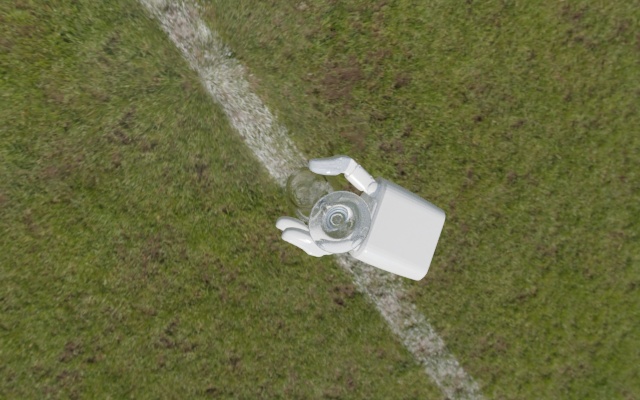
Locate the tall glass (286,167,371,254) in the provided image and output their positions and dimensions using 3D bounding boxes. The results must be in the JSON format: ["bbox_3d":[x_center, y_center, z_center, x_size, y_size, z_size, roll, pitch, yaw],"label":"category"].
[{"bbox_3d":[0.000,0.002,0.634,0.079,0.079,0.201,0,14,-14],"label":"tall glass"}]
